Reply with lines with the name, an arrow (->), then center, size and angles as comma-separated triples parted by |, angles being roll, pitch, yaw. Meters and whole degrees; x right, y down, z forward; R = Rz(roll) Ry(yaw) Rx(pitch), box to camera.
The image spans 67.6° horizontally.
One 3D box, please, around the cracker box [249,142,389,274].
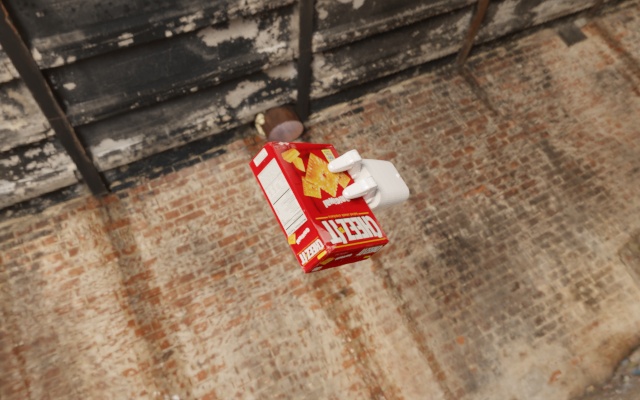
cracker box -> 0.000, 0.003, 0.799 | 0.164, 0.213, 0.072 | -4, -32, -49
